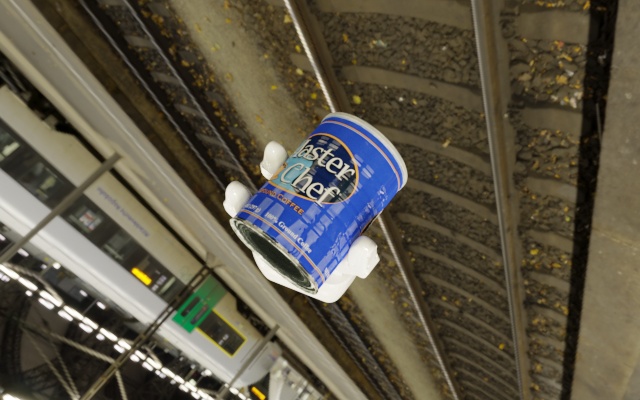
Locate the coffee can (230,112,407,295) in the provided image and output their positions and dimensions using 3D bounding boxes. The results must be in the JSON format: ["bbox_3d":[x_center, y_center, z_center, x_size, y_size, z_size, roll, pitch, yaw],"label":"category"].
[{"bbox_3d":[0.000,0.001,0.449,0.103,0.140,0.103,36,-19,15],"label":"coffee can"}]
